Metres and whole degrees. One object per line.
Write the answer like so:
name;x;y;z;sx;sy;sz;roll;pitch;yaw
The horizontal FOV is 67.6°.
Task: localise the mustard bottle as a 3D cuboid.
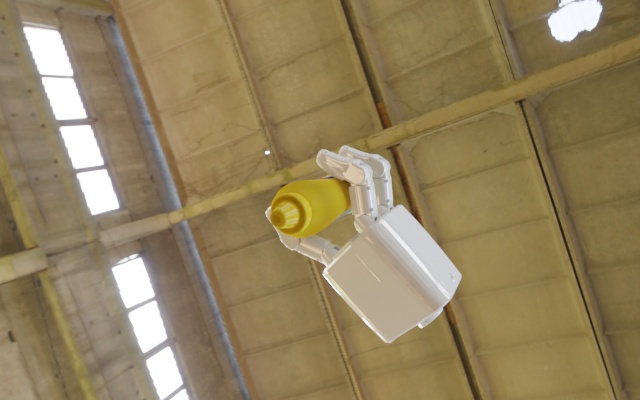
mustard bottle;0.000;0.001;0.532;0.096;0.058;0.191;-18;2;27
